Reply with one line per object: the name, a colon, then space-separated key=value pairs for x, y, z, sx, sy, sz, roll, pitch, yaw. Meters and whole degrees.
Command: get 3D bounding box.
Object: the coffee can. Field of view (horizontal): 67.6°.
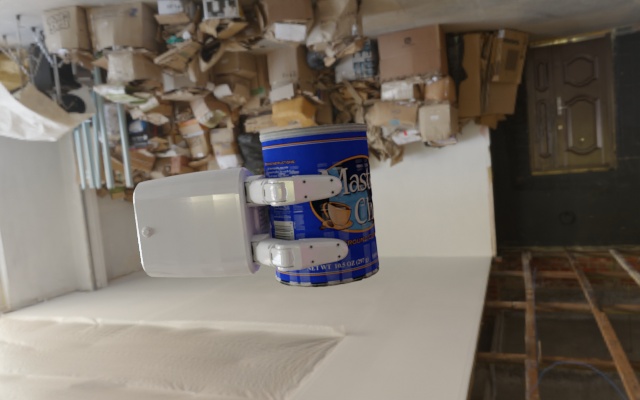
coffee can: x=0.000 y=0.001 z=0.462 sx=0.103 sy=0.140 sz=0.103 roll=-6 pitch=5 yaw=1
